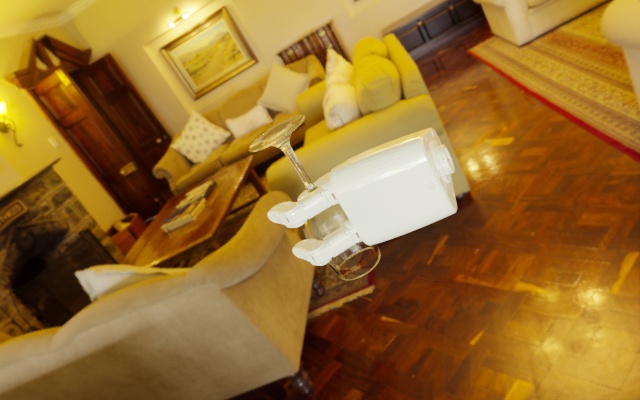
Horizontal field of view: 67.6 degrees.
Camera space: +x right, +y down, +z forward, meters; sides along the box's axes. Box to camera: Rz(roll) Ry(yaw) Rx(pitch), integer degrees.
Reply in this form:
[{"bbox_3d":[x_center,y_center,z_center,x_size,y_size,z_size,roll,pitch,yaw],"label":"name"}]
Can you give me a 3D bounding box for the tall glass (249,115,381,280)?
[{"bbox_3d":[0.000,0.001,0.574,0.079,0.201,0.079,-27,21,12],"label":"tall glass"}]
